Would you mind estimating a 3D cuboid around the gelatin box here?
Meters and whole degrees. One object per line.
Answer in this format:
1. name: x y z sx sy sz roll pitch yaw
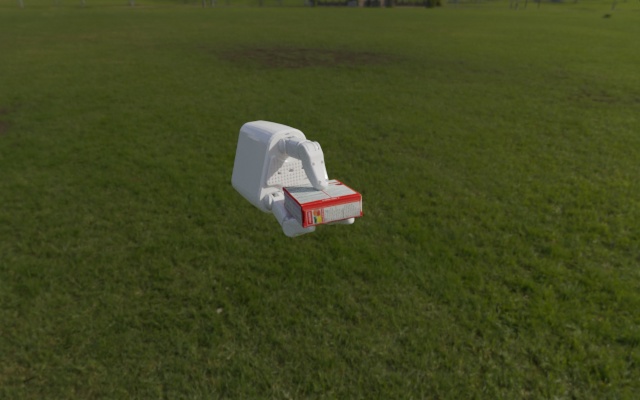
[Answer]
1. gelatin box: 0.000 0.002 0.577 0.073 0.030 0.089 -10 18 -17
